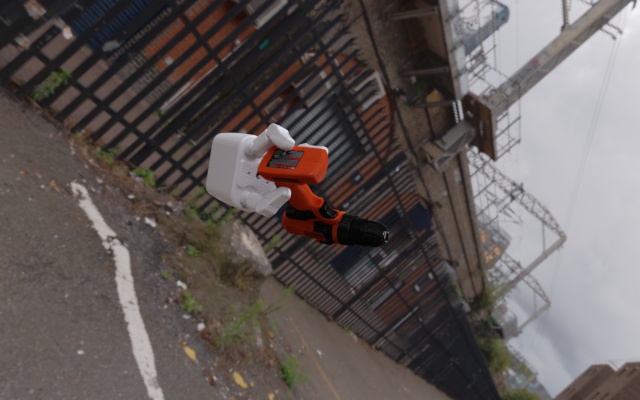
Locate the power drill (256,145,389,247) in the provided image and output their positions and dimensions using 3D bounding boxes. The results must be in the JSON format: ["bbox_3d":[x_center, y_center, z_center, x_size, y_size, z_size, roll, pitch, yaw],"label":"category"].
[{"bbox_3d":[0.000,0.002,0.715,0.184,0.057,0.188,7,-36,28],"label":"power drill"}]
